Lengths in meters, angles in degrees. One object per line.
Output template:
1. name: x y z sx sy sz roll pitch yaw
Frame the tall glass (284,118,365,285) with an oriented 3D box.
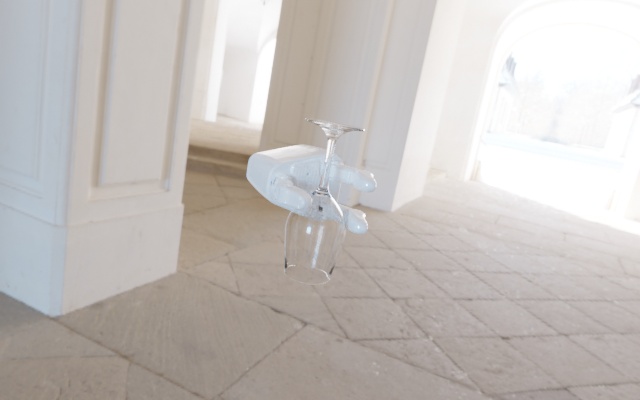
1. tall glass: 0.000 0.001 0.604 0.079 0.201 0.079 10 12 -2
